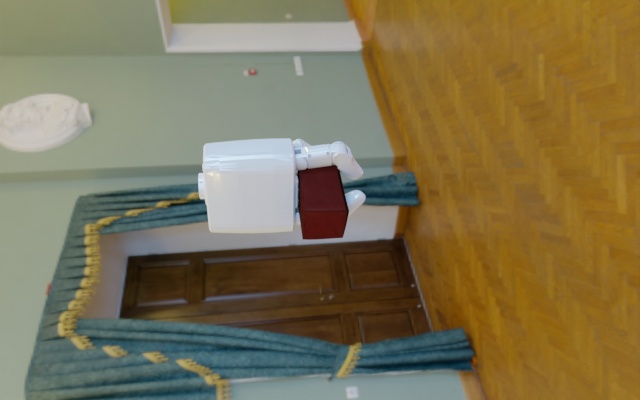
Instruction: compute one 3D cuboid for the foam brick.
[{"bbox_3d":[0.000,0.002,0.577,0.051,0.078,0.053,-2,-43,-9],"label":"foam brick"}]
